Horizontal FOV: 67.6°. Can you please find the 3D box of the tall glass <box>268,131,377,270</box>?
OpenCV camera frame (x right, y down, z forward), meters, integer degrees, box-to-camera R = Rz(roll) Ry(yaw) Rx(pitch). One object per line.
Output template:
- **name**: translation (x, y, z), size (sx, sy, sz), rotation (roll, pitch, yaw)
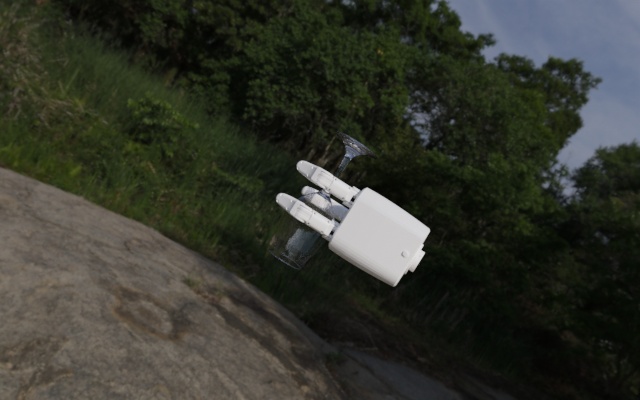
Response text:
- **tall glass**: translation (0.000, 0.002, 0.705), size (0.079, 0.201, 0.079), rotation (32, 0, 0)
